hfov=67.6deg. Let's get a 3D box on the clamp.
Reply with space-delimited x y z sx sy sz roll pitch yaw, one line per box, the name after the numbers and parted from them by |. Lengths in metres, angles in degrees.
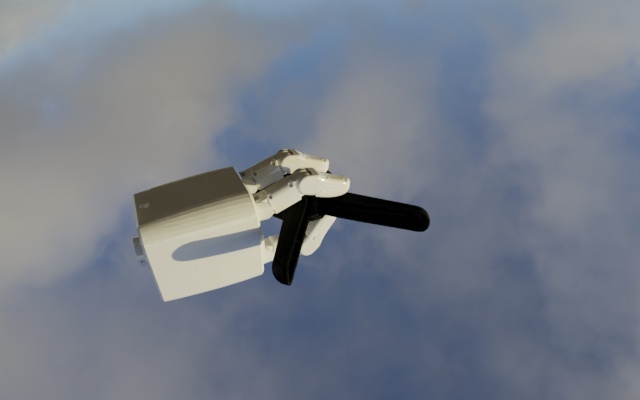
0.000 0.002 0.506 0.164 0.036 0.210 -13 32 -19 | clamp
